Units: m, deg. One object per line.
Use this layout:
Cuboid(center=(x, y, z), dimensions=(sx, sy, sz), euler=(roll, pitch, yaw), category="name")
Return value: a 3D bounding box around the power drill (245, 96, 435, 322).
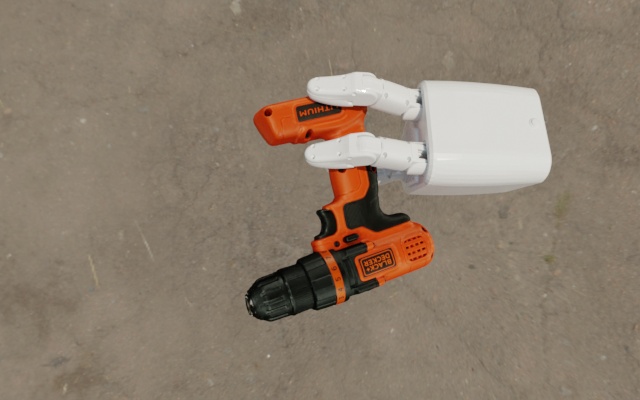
Cuboid(center=(0.000, 0.001, 0.441), dimensions=(0.184, 0.187, 0.057), euler=(-17, 1, -19), category="power drill")
